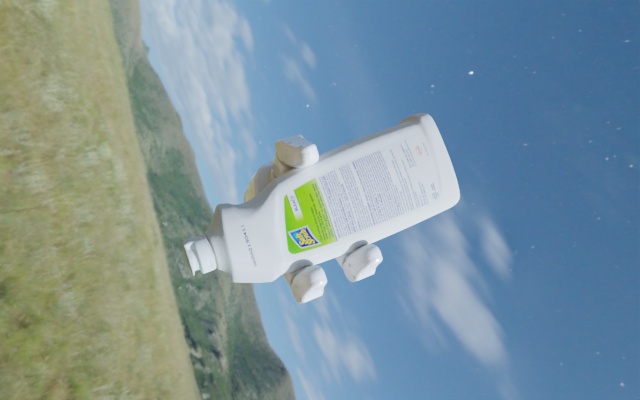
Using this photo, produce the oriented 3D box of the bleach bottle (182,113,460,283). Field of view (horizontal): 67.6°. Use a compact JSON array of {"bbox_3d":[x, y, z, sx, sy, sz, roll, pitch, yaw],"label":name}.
[{"bbox_3d":[0.000,0.001,0.431,0.251,0.102,0.068,-19,-4,-20],"label":"bleach bottle"}]
